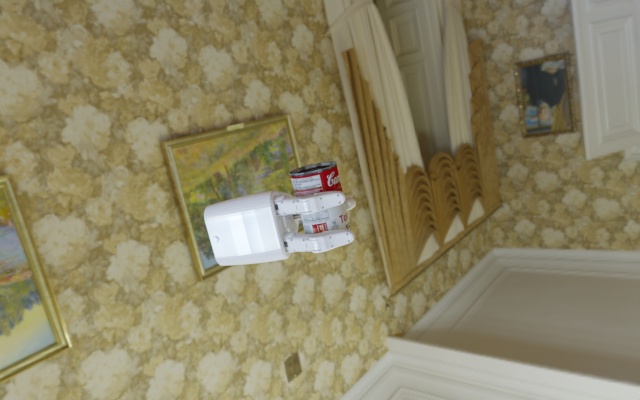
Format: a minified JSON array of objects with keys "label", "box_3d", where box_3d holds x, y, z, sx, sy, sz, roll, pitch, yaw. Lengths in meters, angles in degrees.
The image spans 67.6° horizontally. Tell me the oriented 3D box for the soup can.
[{"label":"soup can","box_3d":[0.001,0.002,0.674,0.068,0.102,0.068,-12,12,3]}]
